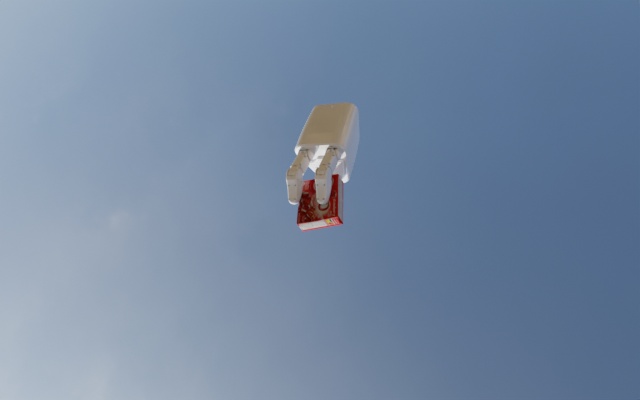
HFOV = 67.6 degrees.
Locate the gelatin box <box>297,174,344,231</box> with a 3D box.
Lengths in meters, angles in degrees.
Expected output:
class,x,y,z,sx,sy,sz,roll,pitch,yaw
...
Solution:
class,x,y,z,sx,sy,sz,roll,pitch,yaw
gelatin box,0.000,0.003,0.803,0.073,0.089,0.030,-11,-36,19
